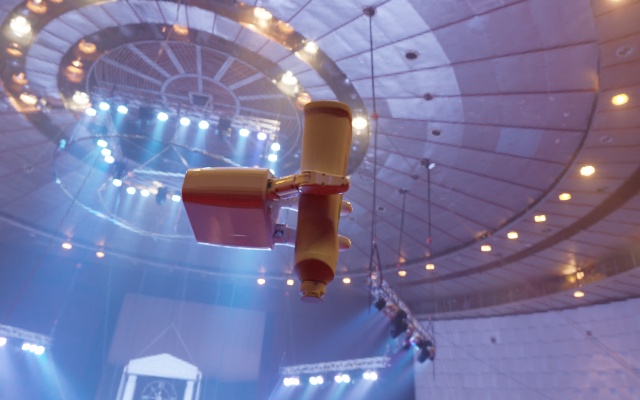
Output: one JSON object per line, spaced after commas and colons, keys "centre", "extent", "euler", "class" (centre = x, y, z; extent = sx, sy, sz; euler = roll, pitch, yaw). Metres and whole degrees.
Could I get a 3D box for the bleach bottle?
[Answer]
{"centre": [0.000, 0.002, 0.604], "extent": [0.068, 0.250, 0.103], "euler": [2, -29, 6], "class": "bleach bottle"}
